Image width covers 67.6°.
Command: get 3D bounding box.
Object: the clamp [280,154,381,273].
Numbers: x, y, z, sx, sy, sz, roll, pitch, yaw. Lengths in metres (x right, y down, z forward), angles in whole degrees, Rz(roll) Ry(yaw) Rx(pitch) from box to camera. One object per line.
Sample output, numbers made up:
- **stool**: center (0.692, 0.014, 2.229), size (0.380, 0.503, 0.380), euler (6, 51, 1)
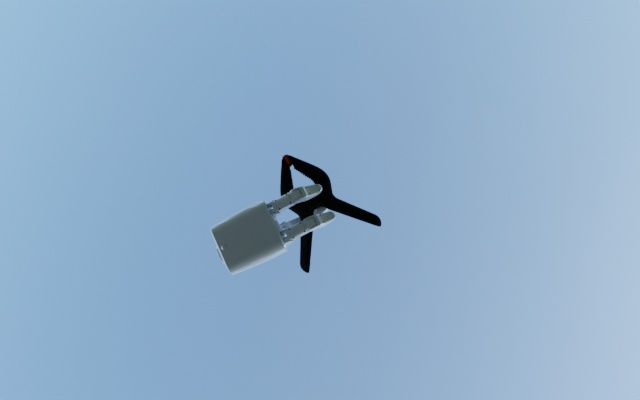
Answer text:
- **clamp**: center (0.000, 0.003, 0.862), size (0.164, 0.210, 0.036), euler (-25, -11, -5)
